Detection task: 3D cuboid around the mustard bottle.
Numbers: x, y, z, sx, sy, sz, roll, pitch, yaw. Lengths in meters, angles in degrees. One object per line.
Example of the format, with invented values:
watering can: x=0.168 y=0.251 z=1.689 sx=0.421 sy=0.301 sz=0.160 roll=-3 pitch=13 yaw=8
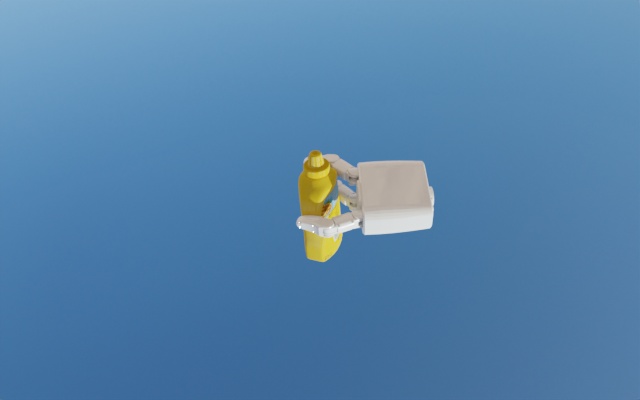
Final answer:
mustard bottle: x=0.000 y=0.003 z=0.772 sx=0.058 sy=0.192 sz=0.096 roll=11 pitch=43 yaw=19
